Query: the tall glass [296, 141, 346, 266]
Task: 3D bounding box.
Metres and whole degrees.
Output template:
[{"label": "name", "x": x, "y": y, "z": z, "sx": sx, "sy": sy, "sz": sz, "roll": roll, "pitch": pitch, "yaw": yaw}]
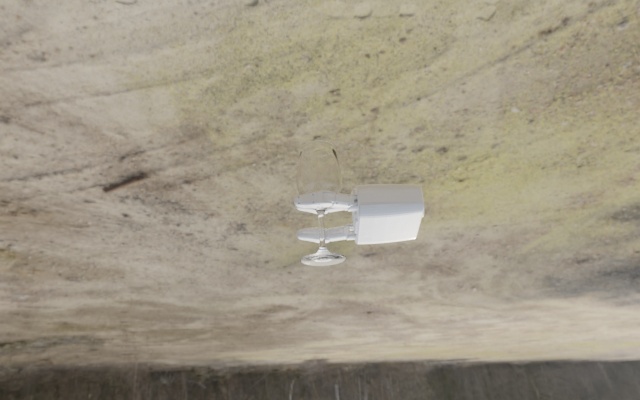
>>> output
[{"label": "tall glass", "x": 0.000, "y": 0.003, "z": 0.797, "sx": 0.079, "sy": 0.201, "sz": 0.079, "roll": -3, "pitch": -21, "yaw": -1}]
